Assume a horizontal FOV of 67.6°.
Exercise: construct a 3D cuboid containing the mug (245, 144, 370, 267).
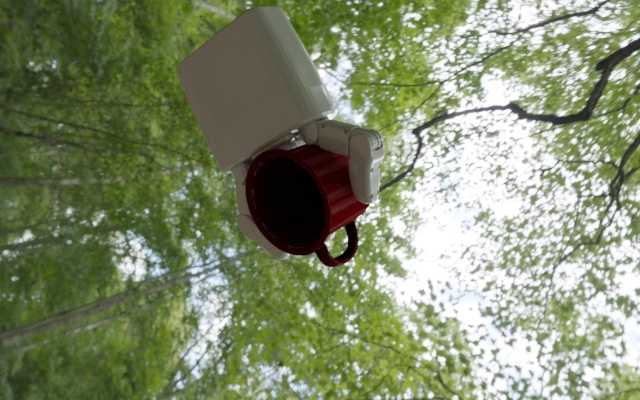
[{"bbox_3d":[0.001,0.003,0.424,0.093,0.117,0.081,-26,1,43],"label":"mug"}]
